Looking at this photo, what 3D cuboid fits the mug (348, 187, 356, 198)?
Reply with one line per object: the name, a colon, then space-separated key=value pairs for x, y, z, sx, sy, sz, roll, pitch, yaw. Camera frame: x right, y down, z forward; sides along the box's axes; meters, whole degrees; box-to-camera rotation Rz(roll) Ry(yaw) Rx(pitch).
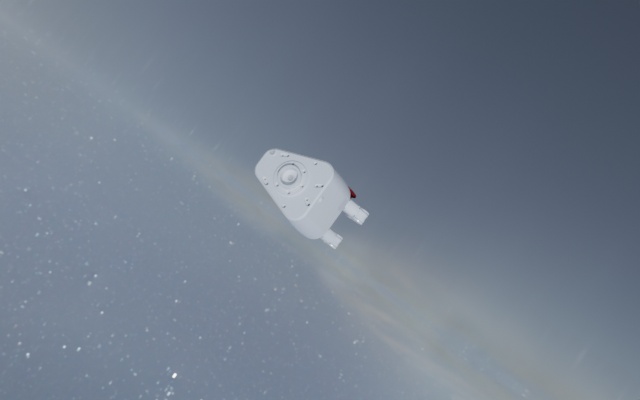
mug: x=0.000 y=0.003 z=0.790 sx=0.093 sy=0.081 sz=0.117 roll=34 pitch=-6 yaw=21
